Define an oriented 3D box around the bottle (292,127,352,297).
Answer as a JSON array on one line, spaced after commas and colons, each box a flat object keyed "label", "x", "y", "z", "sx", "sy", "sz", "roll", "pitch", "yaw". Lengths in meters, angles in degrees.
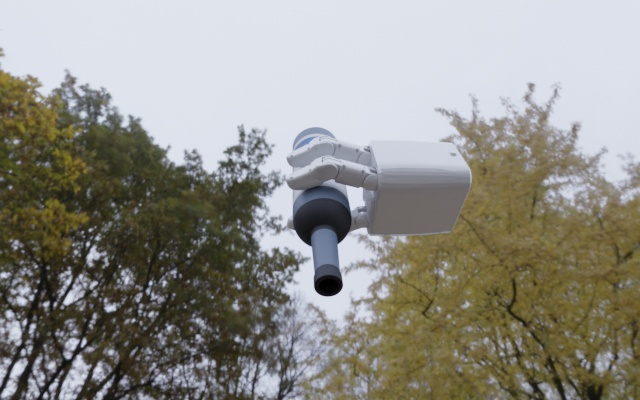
[{"label": "bottle", "x": 0.000, "y": 0.002, "z": 0.566, "sx": 0.069, "sy": 0.069, "sz": 0.295, "roll": 0, "pitch": 32, "yaw": -3}]
